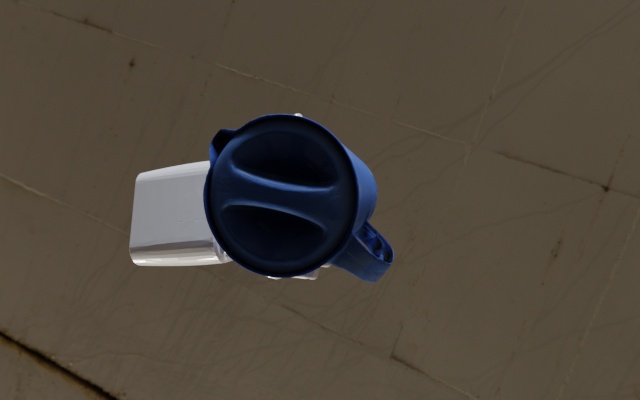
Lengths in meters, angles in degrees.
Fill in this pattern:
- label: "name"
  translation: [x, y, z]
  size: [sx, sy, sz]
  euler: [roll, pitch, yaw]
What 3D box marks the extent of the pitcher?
- label: "pitcher"
  translation: [0.000, 0.002, 0.495]
  size: [0.145, 0.149, 0.243]
  euler: [-8, -1, 14]
